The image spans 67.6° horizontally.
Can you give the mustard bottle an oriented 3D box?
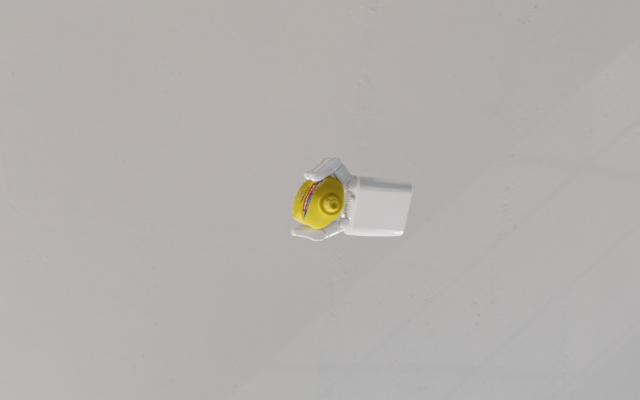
[{"bbox_3d":[0.000,0.003,0.856,0.058,0.096,0.191,30,-4,-14],"label":"mustard bottle"}]
